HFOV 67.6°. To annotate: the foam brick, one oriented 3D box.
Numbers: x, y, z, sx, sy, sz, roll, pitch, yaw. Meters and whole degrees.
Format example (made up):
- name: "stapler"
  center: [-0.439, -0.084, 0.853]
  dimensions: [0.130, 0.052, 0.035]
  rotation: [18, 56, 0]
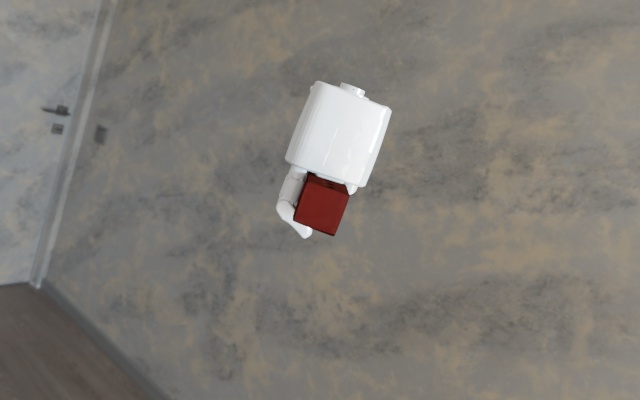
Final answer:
- name: "foam brick"
  center: [0.000, 0.002, 0.574]
  dimensions: [0.053, 0.051, 0.078]
  rotation: [20, 11, -5]
